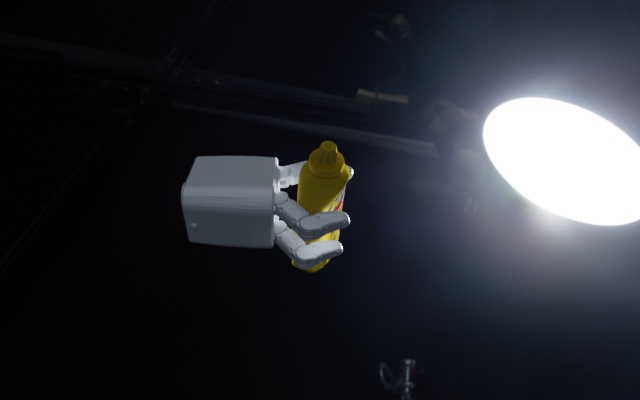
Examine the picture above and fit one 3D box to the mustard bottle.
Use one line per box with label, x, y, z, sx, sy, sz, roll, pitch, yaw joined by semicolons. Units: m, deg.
mustard bottle;0.000;0.002;0.604;0.058;0.192;0.096;21;49;12
